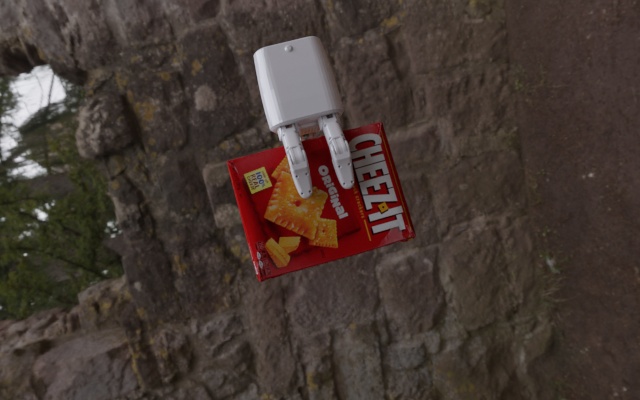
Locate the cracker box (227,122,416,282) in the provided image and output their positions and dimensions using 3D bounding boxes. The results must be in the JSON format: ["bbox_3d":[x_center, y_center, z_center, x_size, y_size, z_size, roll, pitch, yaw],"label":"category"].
[{"bbox_3d":[0.000,0.002,0.641,0.213,0.164,0.072,-15,-6,-5],"label":"cracker box"}]
